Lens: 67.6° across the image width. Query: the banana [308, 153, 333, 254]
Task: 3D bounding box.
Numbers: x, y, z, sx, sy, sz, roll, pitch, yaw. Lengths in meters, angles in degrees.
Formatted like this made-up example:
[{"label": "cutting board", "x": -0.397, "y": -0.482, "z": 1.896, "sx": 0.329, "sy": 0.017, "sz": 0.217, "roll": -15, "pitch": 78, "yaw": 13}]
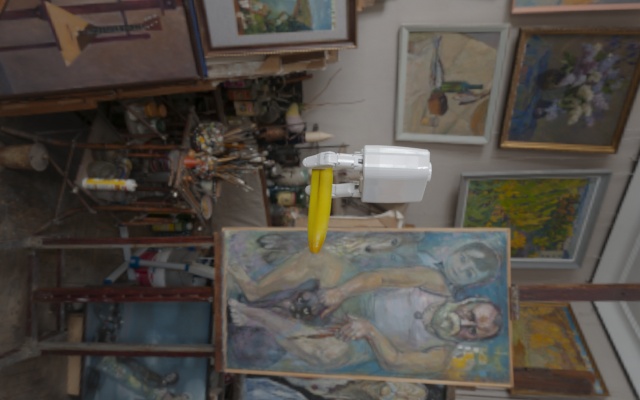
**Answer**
[{"label": "banana", "x": 0.001, "y": -0.011, "z": 0.802, "sx": 0.037, "sy": 0.197, "sz": 0.070, "roll": 3, "pitch": -34, "yaw": 0}]
